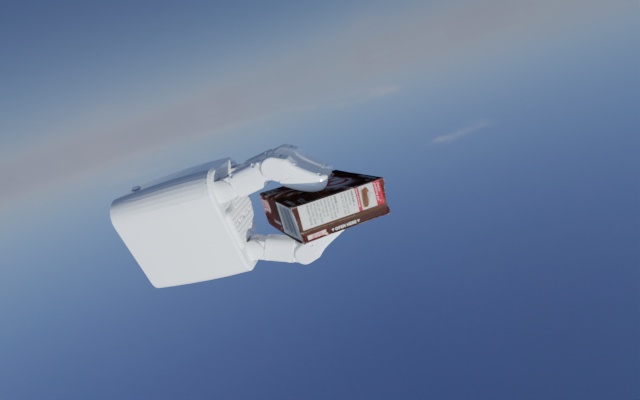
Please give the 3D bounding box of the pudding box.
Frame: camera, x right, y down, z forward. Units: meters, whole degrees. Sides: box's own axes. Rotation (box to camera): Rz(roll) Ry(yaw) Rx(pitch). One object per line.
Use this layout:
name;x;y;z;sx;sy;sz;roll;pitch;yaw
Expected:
pudding box;0.000;0.002;0.459;0.090;0.039;0.113;-19;16;-18
